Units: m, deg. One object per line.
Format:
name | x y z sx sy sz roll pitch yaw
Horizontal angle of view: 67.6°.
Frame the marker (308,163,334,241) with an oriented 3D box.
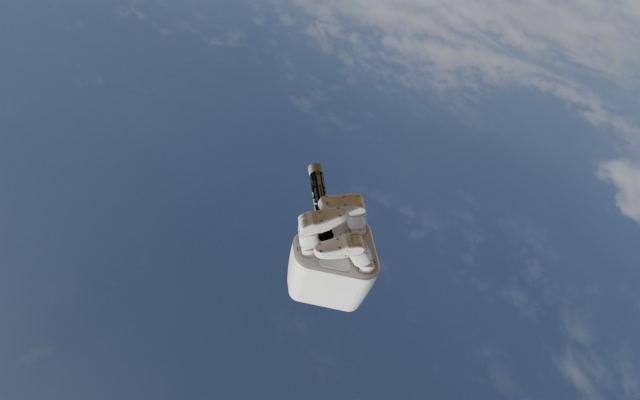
marker | 0.000 0.002 0.614 0.020 0.121 0.020 -6 -37 -4
